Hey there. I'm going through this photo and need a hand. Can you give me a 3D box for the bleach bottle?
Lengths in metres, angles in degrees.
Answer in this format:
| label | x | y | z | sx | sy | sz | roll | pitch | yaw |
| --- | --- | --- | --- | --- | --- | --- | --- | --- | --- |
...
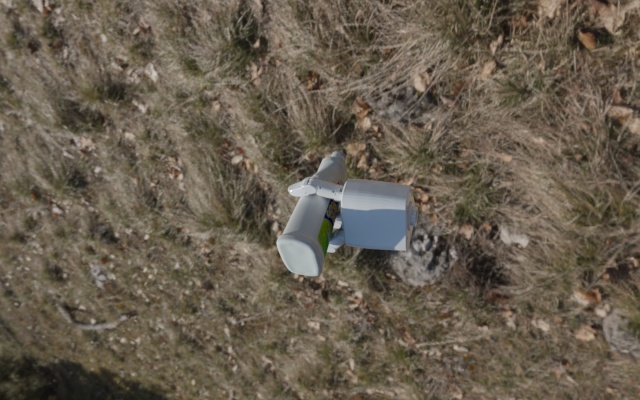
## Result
| label | x | y | z | sx | sy | sz | roll | pitch | yaw |
| --- | --- | --- | --- | --- | --- | --- | --- | --- | --- |
| bleach bottle | 0.000 | 0.003 | 0.839 | 0.068 | 0.250 | 0.103 | 6 | -39 | 18 |
